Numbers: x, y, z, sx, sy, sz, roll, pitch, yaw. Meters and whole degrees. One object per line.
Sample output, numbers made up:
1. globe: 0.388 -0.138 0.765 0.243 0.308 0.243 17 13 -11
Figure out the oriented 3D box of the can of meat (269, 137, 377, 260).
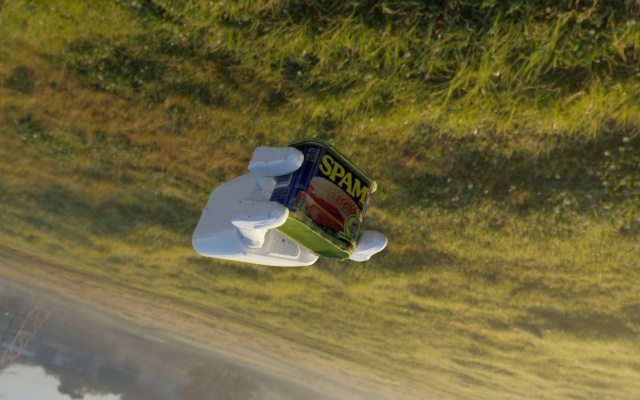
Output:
1. can of meat: 0.000 0.002 0.470 0.057 0.084 0.102 -7 -35 47
